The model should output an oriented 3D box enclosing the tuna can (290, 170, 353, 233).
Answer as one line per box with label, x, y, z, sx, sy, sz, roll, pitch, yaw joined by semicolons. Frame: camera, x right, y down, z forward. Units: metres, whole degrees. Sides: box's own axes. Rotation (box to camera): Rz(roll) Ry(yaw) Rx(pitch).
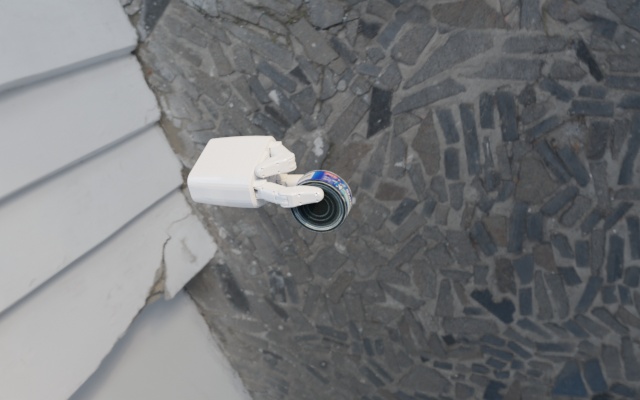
tuna can;0.000;0.002;0.674;0.086;0.086;0.033;0;28;17
